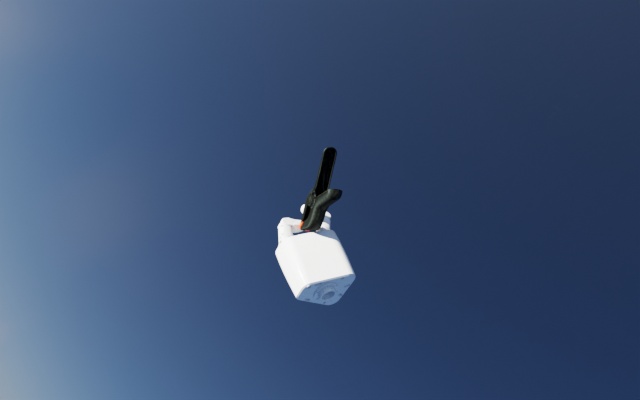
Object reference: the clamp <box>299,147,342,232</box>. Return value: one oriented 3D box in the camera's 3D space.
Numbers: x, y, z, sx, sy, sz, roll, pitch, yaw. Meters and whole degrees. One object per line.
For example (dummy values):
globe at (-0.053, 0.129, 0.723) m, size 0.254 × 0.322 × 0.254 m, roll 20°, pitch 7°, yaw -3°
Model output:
clamp at (-0.001, 0.003, 0.852) m, size 0.039 × 0.172 × 0.120 m, roll 12°, pitch 35°, yaw -10°
